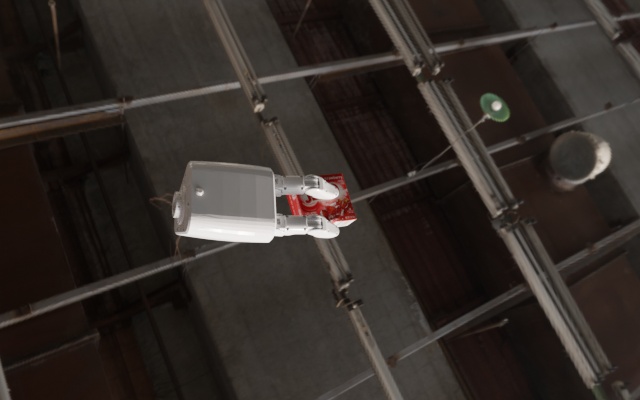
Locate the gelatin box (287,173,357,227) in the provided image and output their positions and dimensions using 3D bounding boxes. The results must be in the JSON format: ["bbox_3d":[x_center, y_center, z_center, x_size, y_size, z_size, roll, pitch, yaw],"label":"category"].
[{"bbox_3d":[0.000,0.002,0.673,0.089,0.073,0.030,-6,-19,-34],"label":"gelatin box"}]
